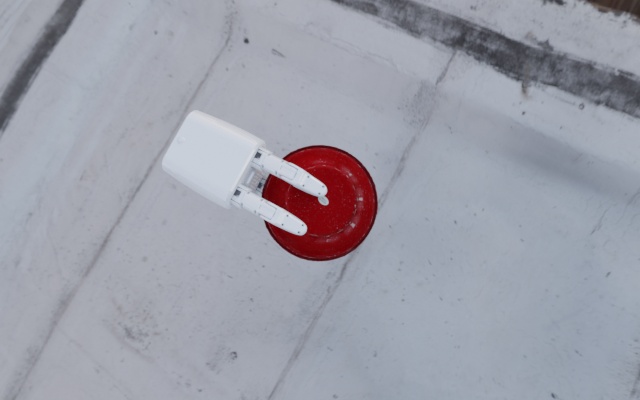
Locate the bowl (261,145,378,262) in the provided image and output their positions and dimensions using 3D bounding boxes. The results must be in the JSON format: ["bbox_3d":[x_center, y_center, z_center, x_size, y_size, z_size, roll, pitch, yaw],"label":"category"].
[{"bbox_3d":[0.001,0.002,0.634,0.162,0.162,0.055,0,-3,-3],"label":"bowl"}]
